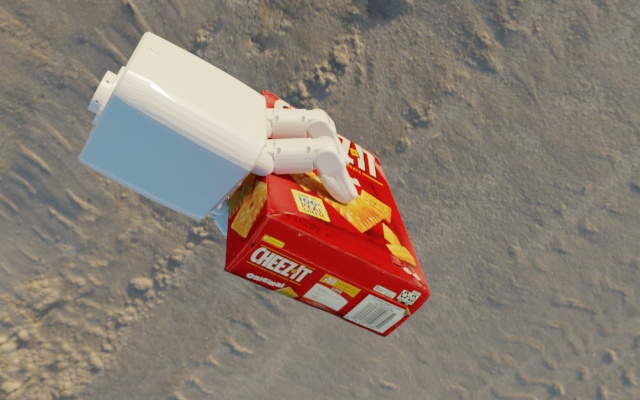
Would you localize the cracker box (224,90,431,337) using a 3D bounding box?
[{"bbox_3d":[0.000,0.002,0.450,0.164,0.072,0.213,28,29,-26],"label":"cracker box"}]
